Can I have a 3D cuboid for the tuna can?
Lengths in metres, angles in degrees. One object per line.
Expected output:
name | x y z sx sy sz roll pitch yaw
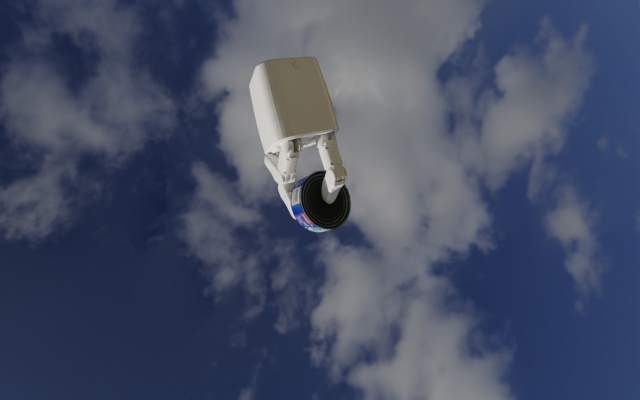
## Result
tuna can | 0.000 0.002 0.690 0.086 0.086 0.034 0 -12 -34
